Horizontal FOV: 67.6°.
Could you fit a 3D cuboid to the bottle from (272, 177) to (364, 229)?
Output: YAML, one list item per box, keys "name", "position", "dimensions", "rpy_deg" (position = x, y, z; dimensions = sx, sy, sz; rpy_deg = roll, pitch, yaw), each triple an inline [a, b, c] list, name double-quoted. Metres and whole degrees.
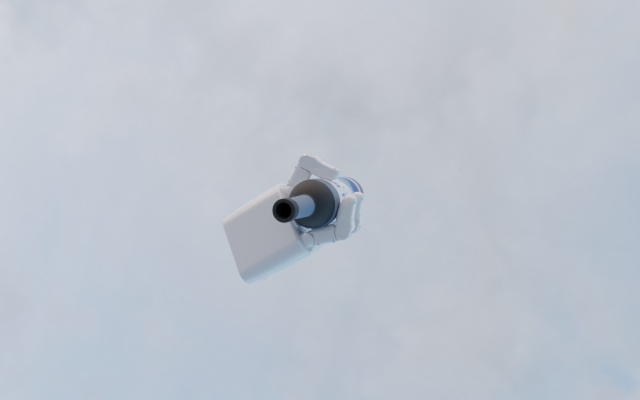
- name: "bottle"
  position: [0.000, 0.002, 0.668]
  dimensions: [0.069, 0.069, 0.295]
  rpy_deg: [0, 4, 16]
